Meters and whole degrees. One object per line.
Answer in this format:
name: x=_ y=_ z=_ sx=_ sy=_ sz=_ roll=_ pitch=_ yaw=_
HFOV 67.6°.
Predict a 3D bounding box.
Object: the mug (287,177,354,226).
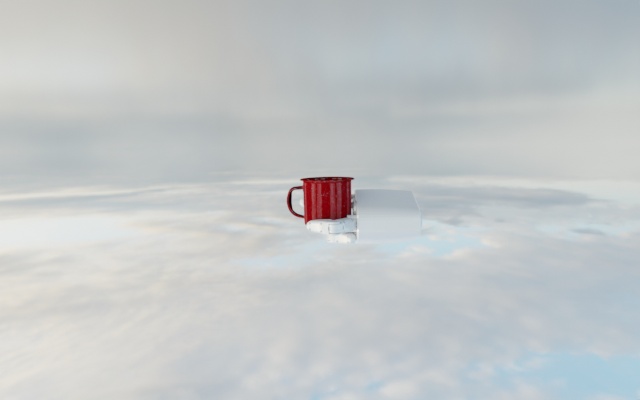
mug: x=-0.001 y=0.003 z=0.818 sx=0.117 sy=0.081 sz=0.093 roll=-1 pitch=7 yaw=3
